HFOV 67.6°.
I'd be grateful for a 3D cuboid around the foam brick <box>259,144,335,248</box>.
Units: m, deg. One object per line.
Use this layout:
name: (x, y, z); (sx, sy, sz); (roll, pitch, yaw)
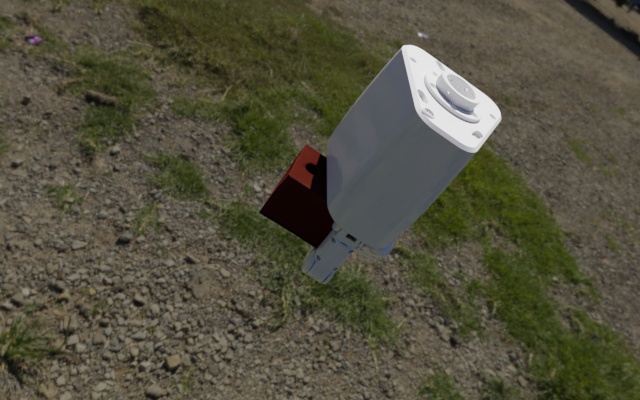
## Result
foam brick: (0.000, 0.001, 0.403); (0.078, 0.051, 0.053); (33, 39, -7)
